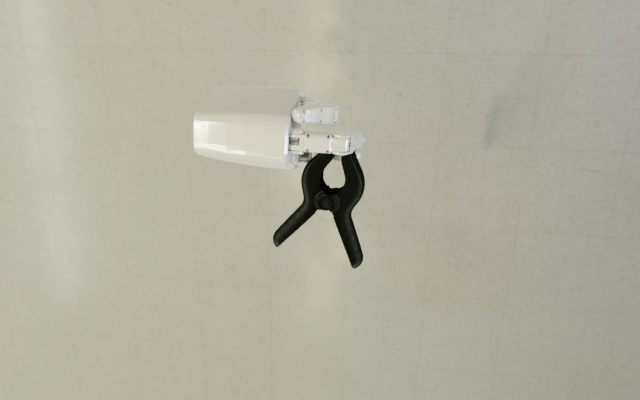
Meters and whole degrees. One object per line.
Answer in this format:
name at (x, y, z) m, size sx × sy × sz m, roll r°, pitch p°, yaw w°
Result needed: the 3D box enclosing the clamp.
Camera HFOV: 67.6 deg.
clamp at (0.000, 0.002, 0.600) m, size 0.120 × 0.171 × 0.039 m, roll 5°, pitch 19°, yaw 3°
